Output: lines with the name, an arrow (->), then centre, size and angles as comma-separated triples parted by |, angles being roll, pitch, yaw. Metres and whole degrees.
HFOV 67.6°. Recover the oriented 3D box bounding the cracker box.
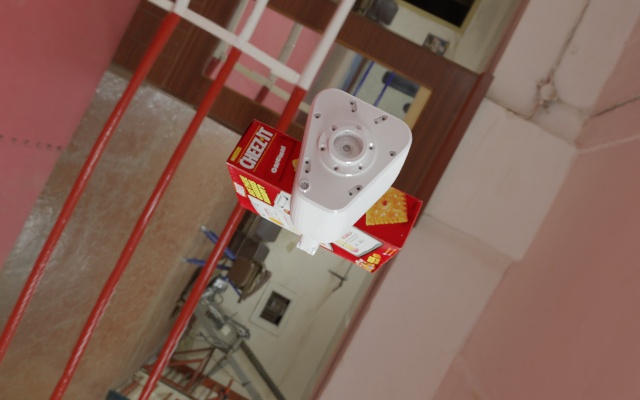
cracker box -> 0.000, 0.002, 0.597 | 0.213, 0.072, 0.164 | 27, -17, 4
